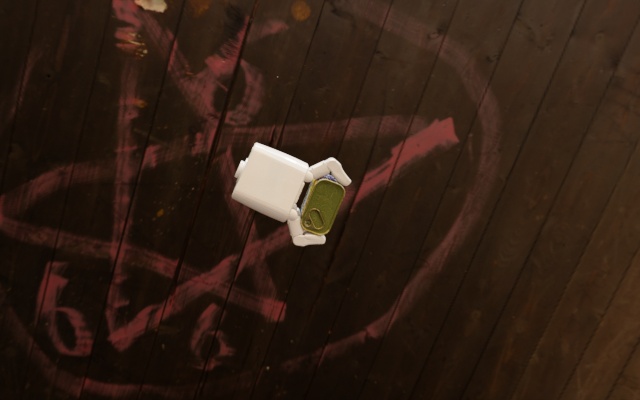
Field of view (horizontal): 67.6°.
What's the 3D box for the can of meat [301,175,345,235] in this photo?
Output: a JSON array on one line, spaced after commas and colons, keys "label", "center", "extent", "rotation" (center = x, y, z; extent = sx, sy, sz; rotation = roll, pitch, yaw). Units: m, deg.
[{"label": "can of meat", "center": [0.000, 0.003, 0.893], "extent": [0.057, 0.102, 0.084], "rotation": [20, 12, -10]}]
